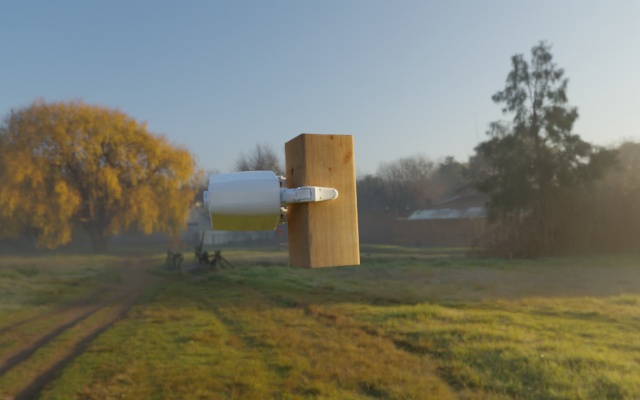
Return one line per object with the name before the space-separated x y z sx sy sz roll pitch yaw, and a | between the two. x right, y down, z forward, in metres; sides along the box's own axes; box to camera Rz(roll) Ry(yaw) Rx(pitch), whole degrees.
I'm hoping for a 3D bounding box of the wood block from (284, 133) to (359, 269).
wood block | 0.000 0.002 0.775 0.090 0.206 0.091 -1 -3 -23
